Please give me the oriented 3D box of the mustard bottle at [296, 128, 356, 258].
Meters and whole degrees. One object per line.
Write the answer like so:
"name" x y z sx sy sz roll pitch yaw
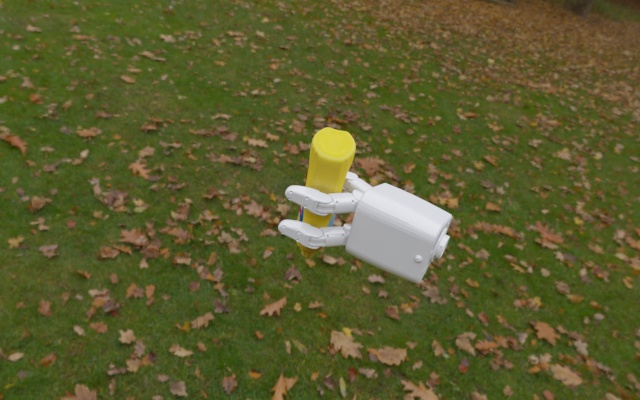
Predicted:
"mustard bottle" 0.000 0.002 0.667 0.058 0.192 0.096 12 32 -2
